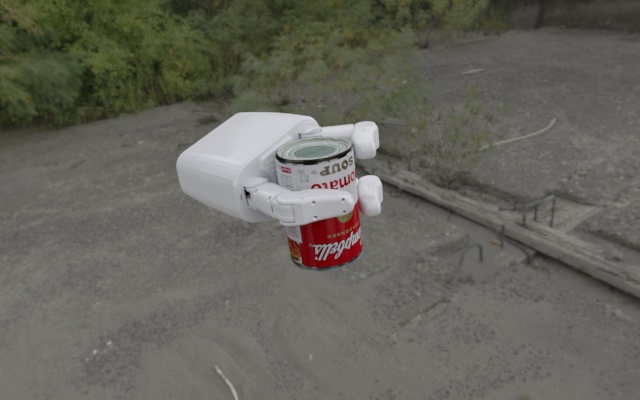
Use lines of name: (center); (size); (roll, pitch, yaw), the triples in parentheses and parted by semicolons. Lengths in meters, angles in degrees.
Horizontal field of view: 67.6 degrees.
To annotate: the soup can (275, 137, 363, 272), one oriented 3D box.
soup can: (0.000, 0.001, 0.421); (0.068, 0.102, 0.068); (-6, 23, 3)
